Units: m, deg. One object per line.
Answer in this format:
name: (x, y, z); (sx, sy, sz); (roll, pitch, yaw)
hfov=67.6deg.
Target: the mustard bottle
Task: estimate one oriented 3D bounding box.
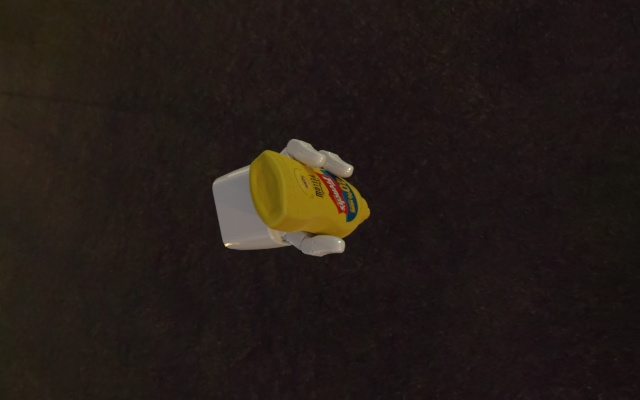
mustard bottle: (0.000, 0.002, 0.610); (0.058, 0.096, 0.192); (-39, -33, 28)
